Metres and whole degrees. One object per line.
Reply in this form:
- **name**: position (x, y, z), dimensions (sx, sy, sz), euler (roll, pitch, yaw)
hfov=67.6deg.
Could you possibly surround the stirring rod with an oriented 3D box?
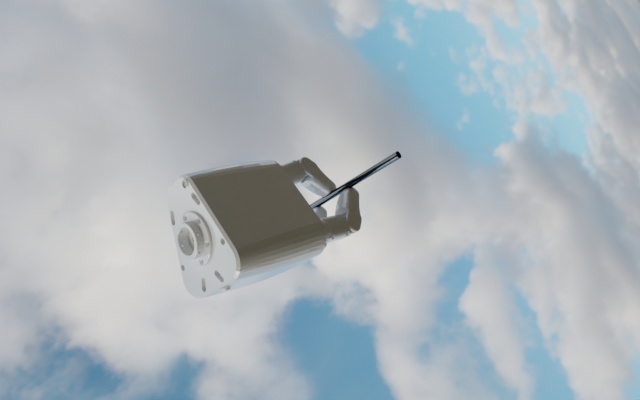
- **stirring rod**: position (0.000, 0.002, 0.552), dimensions (0.011, 0.011, 0.239), euler (0, -23, -44)
